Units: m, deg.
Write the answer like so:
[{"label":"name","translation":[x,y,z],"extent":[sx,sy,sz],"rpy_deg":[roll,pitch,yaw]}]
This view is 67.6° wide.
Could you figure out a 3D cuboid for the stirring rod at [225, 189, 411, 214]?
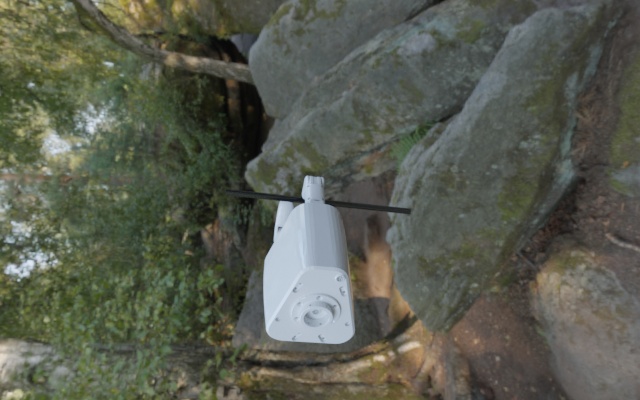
[{"label":"stirring rod","translation":[0.000,0.002,0.614],"extent":[0.239,0.011,0.011],"rpy_deg":[6,-1,-9]}]
